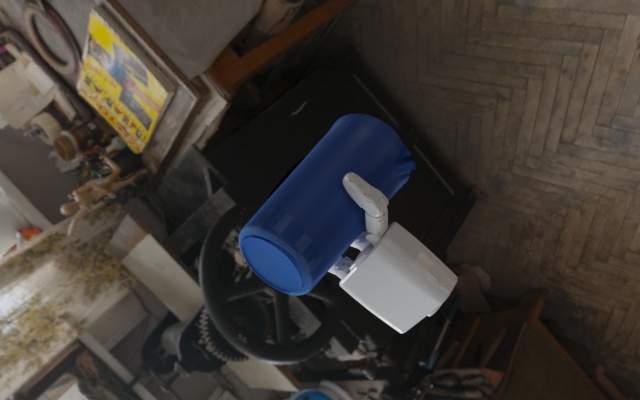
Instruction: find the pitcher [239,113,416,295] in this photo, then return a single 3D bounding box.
[{"bbox_3d":[0.000,0.002,0.626,0.242,0.145,0.149,-48,-5,-36],"label":"pitcher"}]
